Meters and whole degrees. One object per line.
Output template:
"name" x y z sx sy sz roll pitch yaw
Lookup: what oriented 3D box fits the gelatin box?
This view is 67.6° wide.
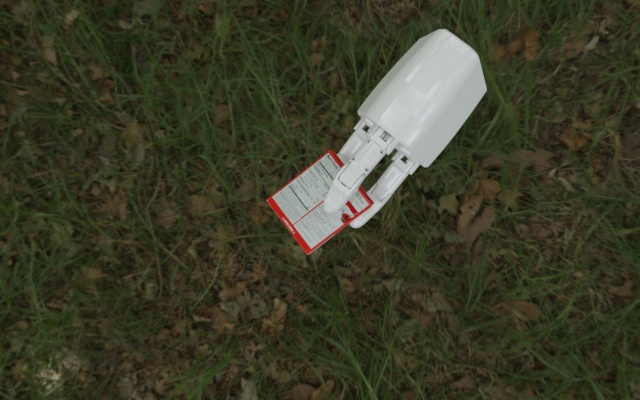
"gelatin box" 0.000 0.002 0.506 0.089 0.073 0.030 -38 -3 6
